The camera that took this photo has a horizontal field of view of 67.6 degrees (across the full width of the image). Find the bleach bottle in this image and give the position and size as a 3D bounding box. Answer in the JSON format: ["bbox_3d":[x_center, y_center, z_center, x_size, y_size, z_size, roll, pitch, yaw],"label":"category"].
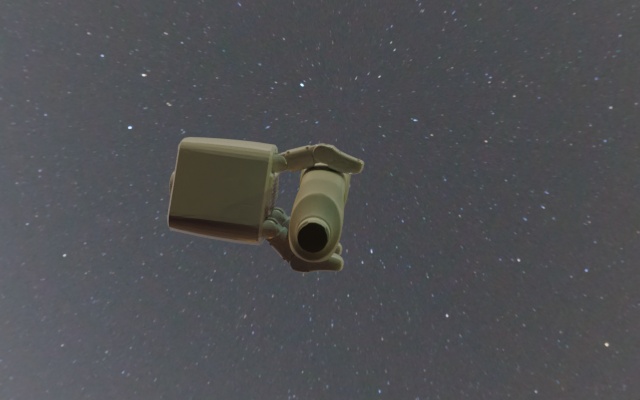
[{"bbox_3d":[0.000,0.002,0.547,0.068,0.102,0.250,9,11,1],"label":"bleach bottle"}]
